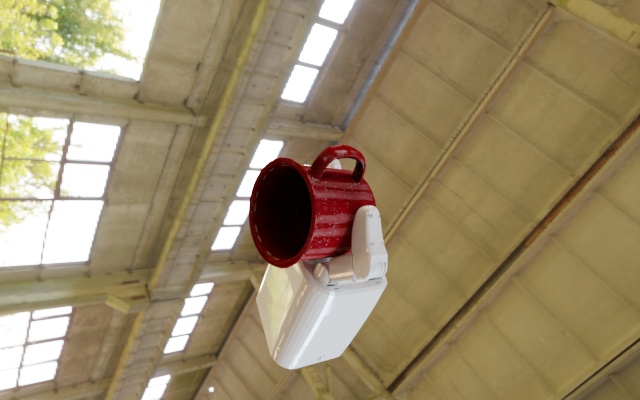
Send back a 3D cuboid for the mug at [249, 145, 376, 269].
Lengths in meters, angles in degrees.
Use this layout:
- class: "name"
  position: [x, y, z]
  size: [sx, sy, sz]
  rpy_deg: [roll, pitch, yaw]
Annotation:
- class: "mug"
  position: [0.001, 0.000, 0.421]
  size: [0.081, 0.117, 0.093]
  rpy_deg: [1, 37, -42]
